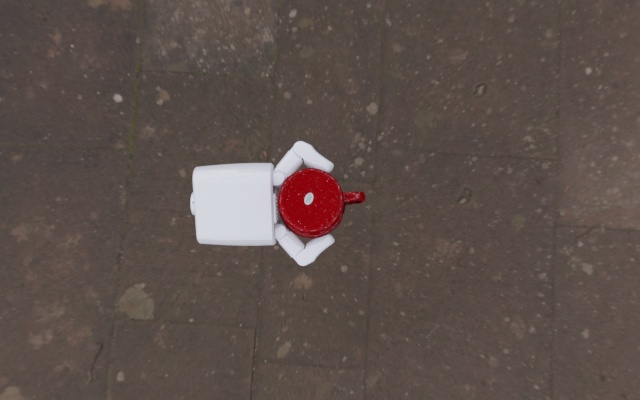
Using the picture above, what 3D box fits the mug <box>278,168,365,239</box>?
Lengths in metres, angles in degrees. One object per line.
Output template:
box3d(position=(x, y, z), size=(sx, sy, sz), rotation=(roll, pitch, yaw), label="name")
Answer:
box3d(position=(0.002, 0.002, 0.620), size=(0.117, 0.093, 0.081), rotation=(-4, -4, 0), label="mug")
